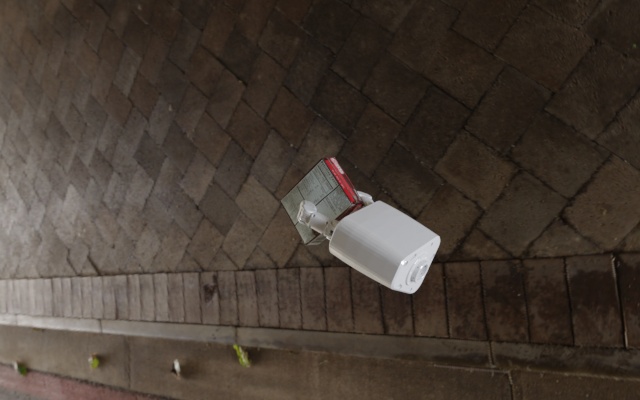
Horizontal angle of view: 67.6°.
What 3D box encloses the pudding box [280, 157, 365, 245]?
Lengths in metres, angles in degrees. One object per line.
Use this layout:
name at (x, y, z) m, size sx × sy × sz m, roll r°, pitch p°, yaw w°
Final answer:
pudding box at (0.000, 0.002, 0.727) m, size 0.113 × 0.090 × 0.039 m, roll -42°, pitch -23°, yaw 28°
